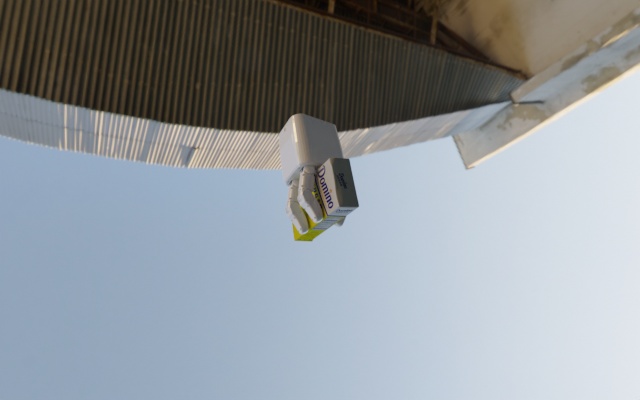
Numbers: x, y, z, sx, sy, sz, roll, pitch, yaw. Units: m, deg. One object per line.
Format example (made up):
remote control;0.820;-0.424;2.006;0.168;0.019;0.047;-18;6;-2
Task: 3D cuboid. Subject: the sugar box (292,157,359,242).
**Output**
sugar box;0.000;0.003;0.858;0.048;0.093;0.176;1;-24;-27
